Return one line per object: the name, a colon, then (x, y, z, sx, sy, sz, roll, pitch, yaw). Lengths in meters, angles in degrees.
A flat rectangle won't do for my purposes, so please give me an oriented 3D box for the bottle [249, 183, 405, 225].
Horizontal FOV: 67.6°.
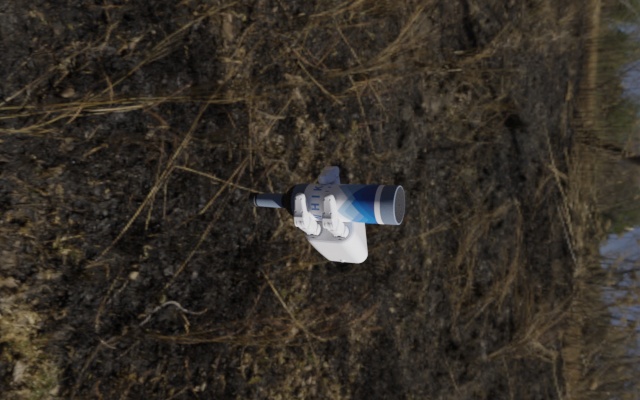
bottle: (0.000, 0.003, 0.864, 0.295, 0.069, 0.069, 2, 1, 26)
